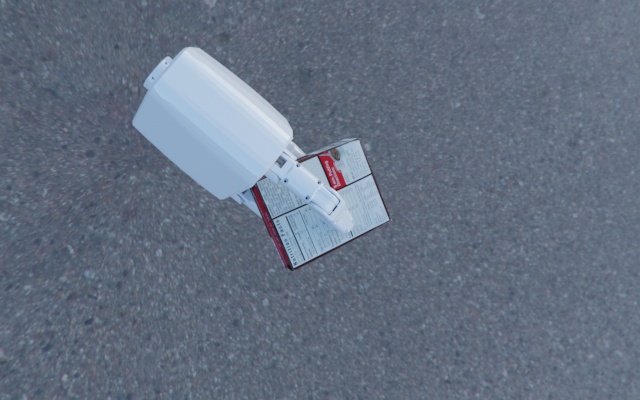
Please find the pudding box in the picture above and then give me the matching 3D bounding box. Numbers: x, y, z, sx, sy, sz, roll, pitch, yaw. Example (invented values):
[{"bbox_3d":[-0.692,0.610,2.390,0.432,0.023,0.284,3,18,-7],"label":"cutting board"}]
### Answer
[{"bbox_3d":[0.000,0.001,0.449,0.113,0.090,0.039,-24,10,-16],"label":"pudding box"}]
